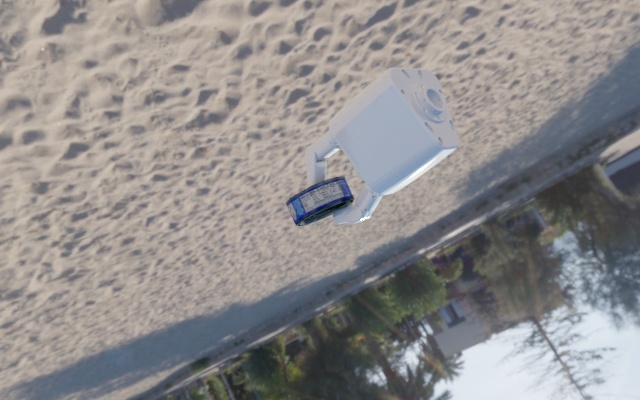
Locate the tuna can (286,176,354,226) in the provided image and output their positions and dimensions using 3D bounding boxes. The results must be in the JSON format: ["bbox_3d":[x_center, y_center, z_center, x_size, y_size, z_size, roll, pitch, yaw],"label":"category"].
[{"bbox_3d":[0.000,0.003,0.625,0.086,0.033,0.086,-24,-9,-4],"label":"tuna can"}]
